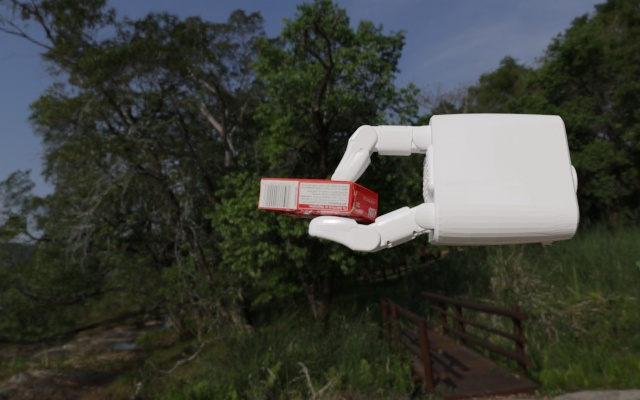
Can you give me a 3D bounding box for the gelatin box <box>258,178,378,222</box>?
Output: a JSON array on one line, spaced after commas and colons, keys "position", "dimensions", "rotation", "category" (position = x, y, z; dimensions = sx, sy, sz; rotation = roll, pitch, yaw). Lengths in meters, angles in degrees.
[{"position": [0.000, 0.001, 0.432], "dimensions": [0.089, 0.030, 0.073], "rotation": [3, -7, 22], "category": "gelatin box"}]
